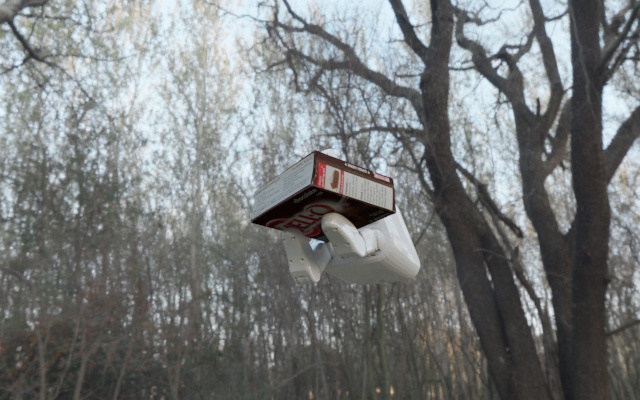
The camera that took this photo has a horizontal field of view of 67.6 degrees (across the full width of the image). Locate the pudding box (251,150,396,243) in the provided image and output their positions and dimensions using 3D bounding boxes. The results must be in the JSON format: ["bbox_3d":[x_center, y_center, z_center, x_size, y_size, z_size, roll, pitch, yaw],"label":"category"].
[{"bbox_3d":[0.000,0.001,0.444,0.090,0.039,0.113,16,-29,-30],"label":"pudding box"}]
